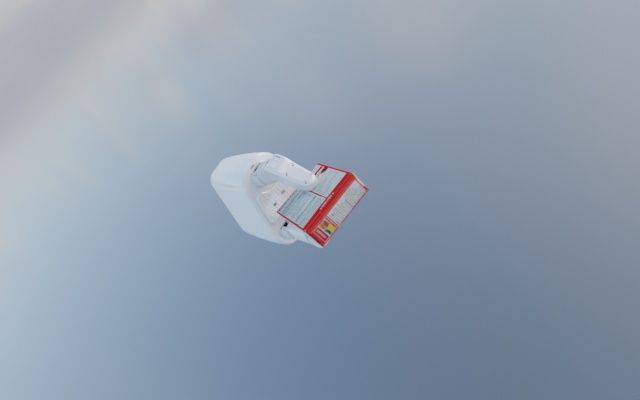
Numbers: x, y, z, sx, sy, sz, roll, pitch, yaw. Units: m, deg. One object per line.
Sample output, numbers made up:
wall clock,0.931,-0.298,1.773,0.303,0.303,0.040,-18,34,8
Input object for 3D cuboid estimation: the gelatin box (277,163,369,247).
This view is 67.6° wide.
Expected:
gelatin box,0.000,0.001,0.494,0.030,0.073,0.089,42,-7,-24
